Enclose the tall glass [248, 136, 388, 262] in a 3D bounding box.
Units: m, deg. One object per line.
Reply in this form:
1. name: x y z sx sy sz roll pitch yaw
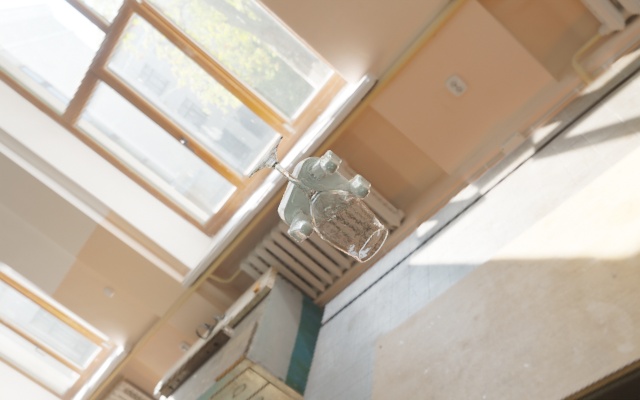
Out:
1. tall glass: 0.000 0.002 0.667 0.201 0.079 0.079 39 -8 -10
